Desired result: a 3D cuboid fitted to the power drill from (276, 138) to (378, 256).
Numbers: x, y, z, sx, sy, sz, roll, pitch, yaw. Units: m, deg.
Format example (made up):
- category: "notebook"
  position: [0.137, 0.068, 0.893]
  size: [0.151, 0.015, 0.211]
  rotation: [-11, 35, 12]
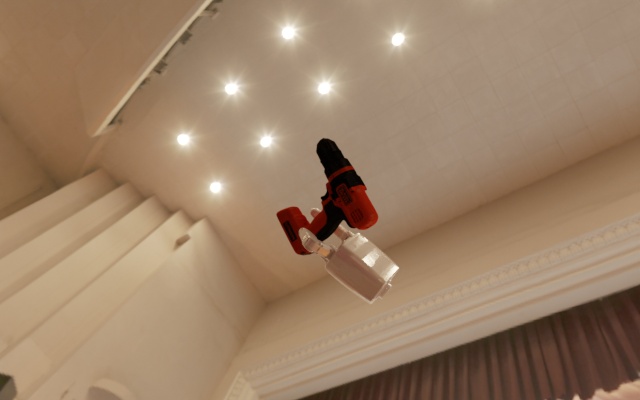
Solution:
- category: "power drill"
  position: [0.000, 0.003, 0.889]
  size: [0.057, 0.184, 0.188]
  rotation: [-6, -27, -50]
